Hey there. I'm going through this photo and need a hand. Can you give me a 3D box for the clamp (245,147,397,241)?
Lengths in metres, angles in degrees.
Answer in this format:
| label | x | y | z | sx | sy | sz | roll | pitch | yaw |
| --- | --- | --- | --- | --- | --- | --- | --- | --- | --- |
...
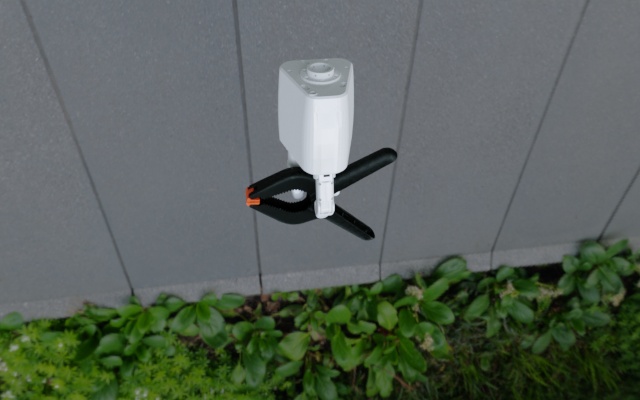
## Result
| label | x | y | z | sx | sy | sz | roll | pitch | yaw |
| --- | --- | --- | --- | --- | --- | --- | --- | --- | --- |
| clamp | 0.000 | 0.003 | 0.686 | 0.210 | 0.165 | 0.036 | -5 | 39 | -7 |
